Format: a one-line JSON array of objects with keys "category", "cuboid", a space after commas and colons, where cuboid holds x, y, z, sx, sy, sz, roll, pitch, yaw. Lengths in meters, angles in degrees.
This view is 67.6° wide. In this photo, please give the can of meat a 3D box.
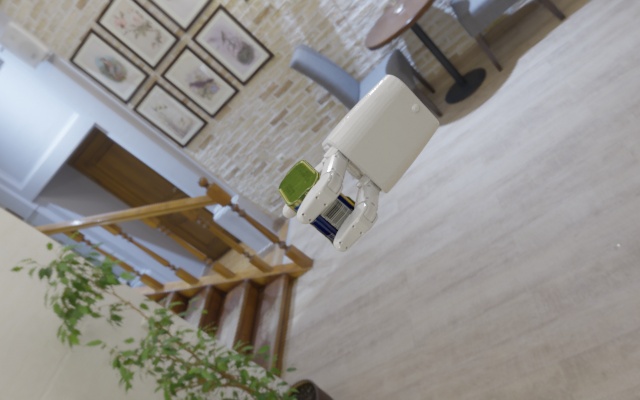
[{"category": "can of meat", "cuboid": [0.000, 0.002, 0.577, 0.084, 0.057, 0.102, 41, 2, -23]}]
